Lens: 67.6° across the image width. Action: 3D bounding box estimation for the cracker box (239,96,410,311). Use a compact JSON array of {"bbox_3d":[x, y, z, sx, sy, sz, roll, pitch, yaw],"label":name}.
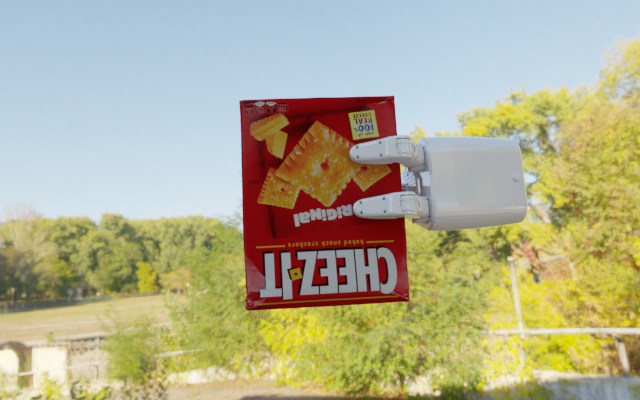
[{"bbox_3d":[0.000,0.001,0.500,0.164,0.213,0.072,-2,-9,-7],"label":"cracker box"}]
